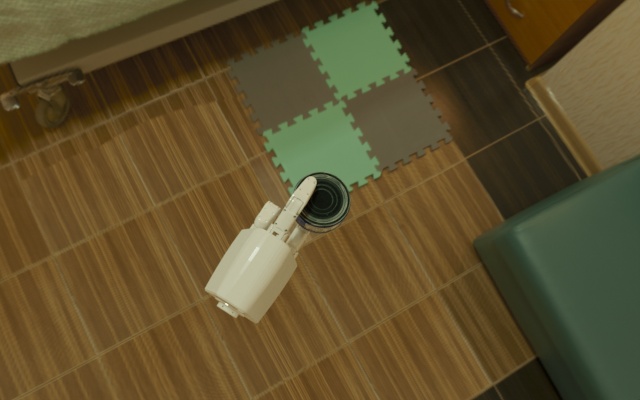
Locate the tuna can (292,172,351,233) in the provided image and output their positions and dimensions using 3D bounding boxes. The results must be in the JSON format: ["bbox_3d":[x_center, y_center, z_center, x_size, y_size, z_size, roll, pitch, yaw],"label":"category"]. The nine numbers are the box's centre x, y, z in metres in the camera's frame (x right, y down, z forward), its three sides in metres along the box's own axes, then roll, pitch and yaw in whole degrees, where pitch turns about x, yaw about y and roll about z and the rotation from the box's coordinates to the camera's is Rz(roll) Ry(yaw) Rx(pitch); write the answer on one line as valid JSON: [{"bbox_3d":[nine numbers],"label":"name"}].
[{"bbox_3d":[0.000,0.002,0.693,0.086,0.086,0.034,0,-19,-9],"label":"tuna can"}]
